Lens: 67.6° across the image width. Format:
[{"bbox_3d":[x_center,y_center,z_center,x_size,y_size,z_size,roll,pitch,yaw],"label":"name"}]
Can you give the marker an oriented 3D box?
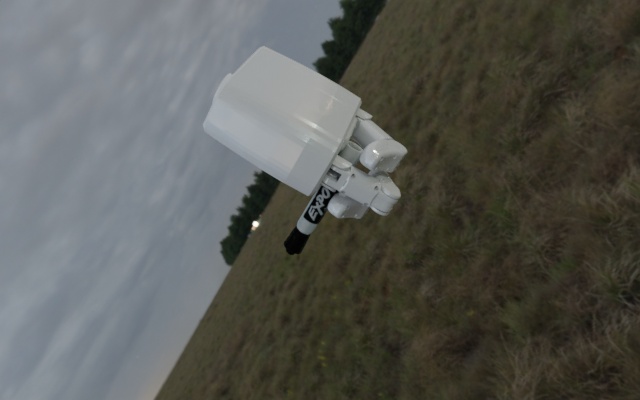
[{"bbox_3d":[0.000,0.001,0.428,0.020,0.121,0.020,26,24,-13],"label":"marker"}]
